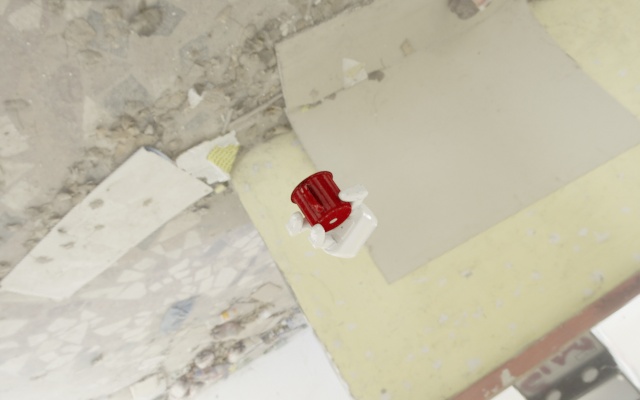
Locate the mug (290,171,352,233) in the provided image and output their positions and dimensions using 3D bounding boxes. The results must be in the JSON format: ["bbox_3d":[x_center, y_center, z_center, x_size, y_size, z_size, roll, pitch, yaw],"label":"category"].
[{"bbox_3d":[0.000,0.003,0.865,0.093,0.081,0.117,-38,-24,7],"label":"mug"}]
